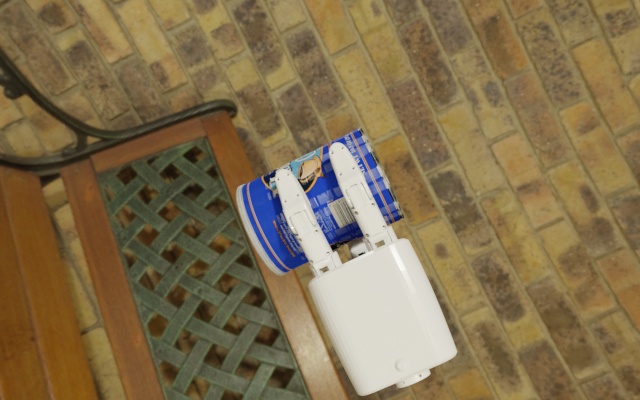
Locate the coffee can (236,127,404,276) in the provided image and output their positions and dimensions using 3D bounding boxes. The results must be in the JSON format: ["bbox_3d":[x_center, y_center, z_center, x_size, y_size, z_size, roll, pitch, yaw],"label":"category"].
[{"bbox_3d":[0.000,0.002,0.489,0.140,0.103,0.103,-26,-3,7],"label":"coffee can"}]
